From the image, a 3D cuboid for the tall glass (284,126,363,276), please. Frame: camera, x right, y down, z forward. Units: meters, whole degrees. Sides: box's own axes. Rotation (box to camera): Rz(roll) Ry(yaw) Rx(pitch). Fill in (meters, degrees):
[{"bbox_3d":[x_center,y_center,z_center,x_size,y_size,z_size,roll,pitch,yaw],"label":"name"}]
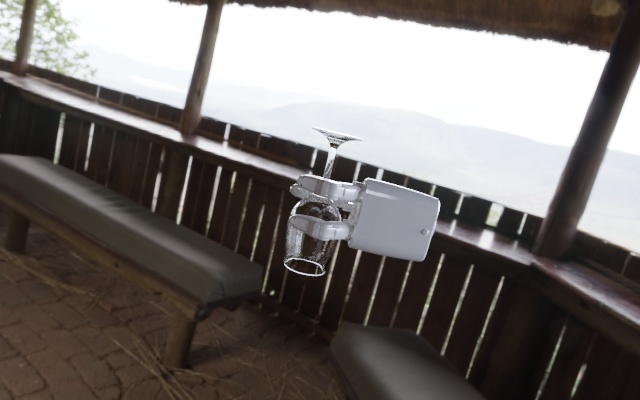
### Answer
[{"bbox_3d":[0.000,0.002,0.676,0.079,0.201,0.079,14,10,-2],"label":"tall glass"}]
